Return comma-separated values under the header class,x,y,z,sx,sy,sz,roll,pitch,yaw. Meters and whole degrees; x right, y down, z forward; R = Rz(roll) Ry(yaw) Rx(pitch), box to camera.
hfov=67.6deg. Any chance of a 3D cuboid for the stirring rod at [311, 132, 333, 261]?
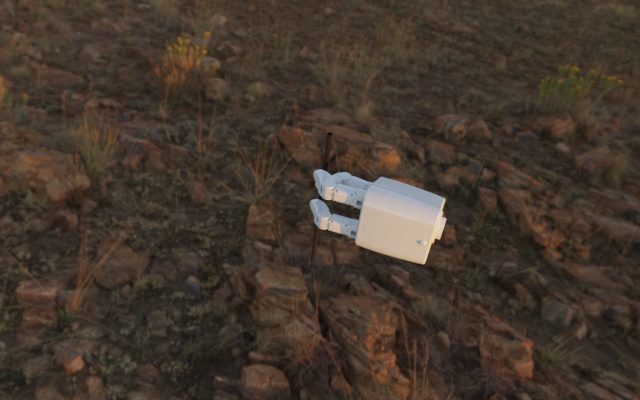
class,x,y,z,sx,sy,sz,roll,pitch,yaw
stirring rod,0.000,0.003,0.757,0.011,0.240,0.011,5,34,-4
